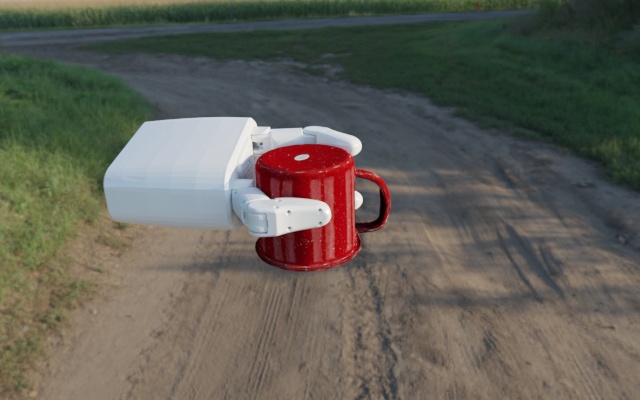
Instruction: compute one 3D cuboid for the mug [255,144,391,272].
[{"bbox_3d":[0.001,0.001,0.402,0.117,0.081,0.093,0,23,5],"label":"mug"}]
